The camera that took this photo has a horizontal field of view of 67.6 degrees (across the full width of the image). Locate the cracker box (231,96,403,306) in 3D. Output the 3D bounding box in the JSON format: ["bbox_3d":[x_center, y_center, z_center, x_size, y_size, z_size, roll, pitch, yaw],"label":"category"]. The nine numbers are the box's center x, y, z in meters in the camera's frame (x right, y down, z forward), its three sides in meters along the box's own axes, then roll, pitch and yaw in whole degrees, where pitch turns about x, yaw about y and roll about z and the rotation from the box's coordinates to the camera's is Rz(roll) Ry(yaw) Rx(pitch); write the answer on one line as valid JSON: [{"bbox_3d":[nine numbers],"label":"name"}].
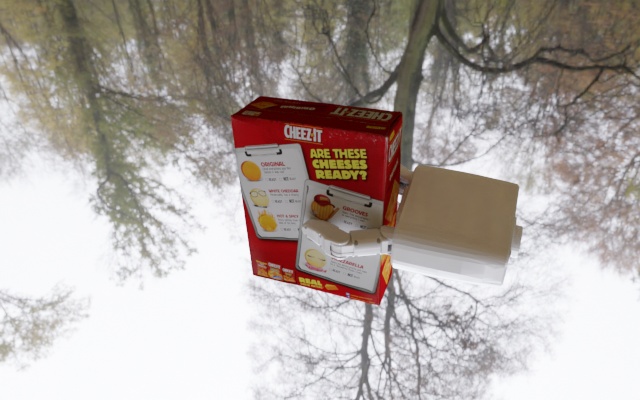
[{"bbox_3d":[0.000,0.002,0.530,0.164,0.214,0.072,10,35,18],"label":"cracker box"}]
